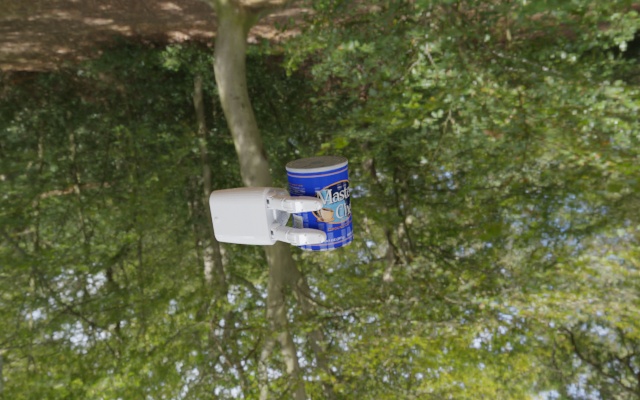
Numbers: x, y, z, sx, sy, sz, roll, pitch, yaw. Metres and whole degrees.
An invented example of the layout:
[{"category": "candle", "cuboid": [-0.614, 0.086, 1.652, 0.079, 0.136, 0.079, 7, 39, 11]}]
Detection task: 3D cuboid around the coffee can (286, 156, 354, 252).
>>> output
[{"category": "coffee can", "cuboid": [0.000, 0.002, 0.808, 0.103, 0.140, 0.102, -5, 15, 2]}]
